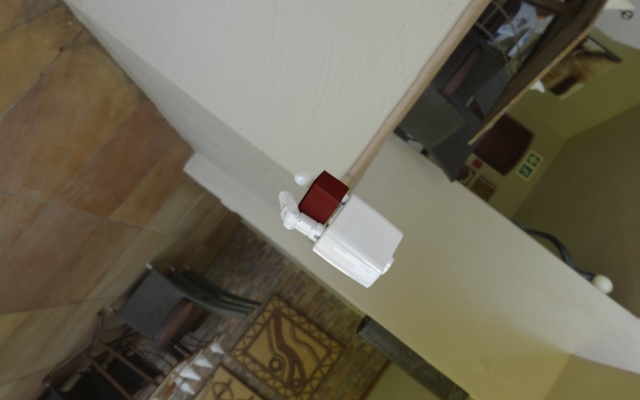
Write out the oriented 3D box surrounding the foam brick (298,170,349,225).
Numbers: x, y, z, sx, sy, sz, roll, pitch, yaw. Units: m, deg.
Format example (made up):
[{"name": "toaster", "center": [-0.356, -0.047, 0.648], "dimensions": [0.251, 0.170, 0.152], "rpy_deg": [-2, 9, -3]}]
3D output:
[{"name": "foam brick", "center": [0.000, 0.002, 0.745], "dimensions": [0.051, 0.078, 0.053], "rpy_deg": [36, 34, 1]}]
